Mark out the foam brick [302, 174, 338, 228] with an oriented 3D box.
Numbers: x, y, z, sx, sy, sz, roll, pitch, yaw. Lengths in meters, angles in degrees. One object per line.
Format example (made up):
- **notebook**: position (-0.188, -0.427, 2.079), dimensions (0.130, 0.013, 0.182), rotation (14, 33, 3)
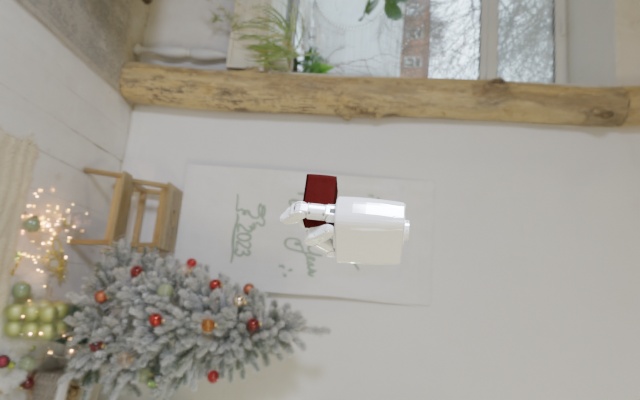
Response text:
- **foam brick**: position (0.000, 0.002, 0.794), dimensions (0.051, 0.078, 0.053), rotation (2, -31, 8)
